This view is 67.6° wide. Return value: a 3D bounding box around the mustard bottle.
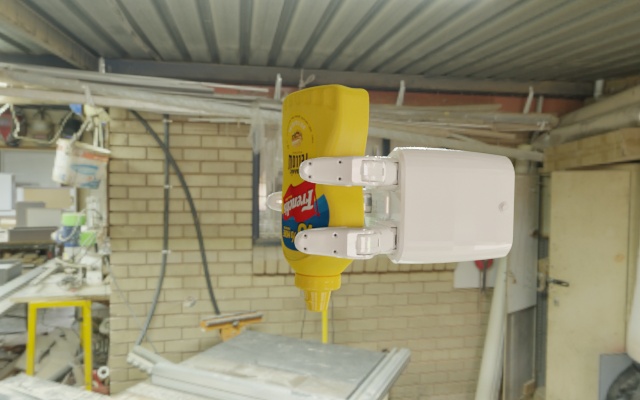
[{"bbox_3d":[0.000,0.001,0.422,0.058,0.191,0.096,0,2,-35],"label":"mustard bottle"}]
